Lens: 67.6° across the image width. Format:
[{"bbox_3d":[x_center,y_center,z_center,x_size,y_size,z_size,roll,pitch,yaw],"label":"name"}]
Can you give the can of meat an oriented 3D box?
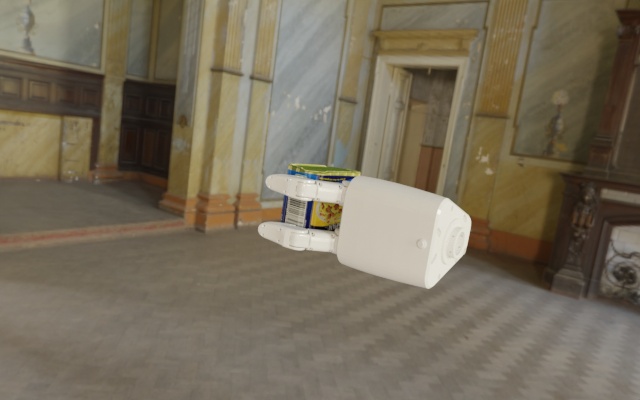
[{"bbox_3d":[0.000,0.002,0.572,0.057,0.084,0.102,16,12,38],"label":"can of meat"}]
